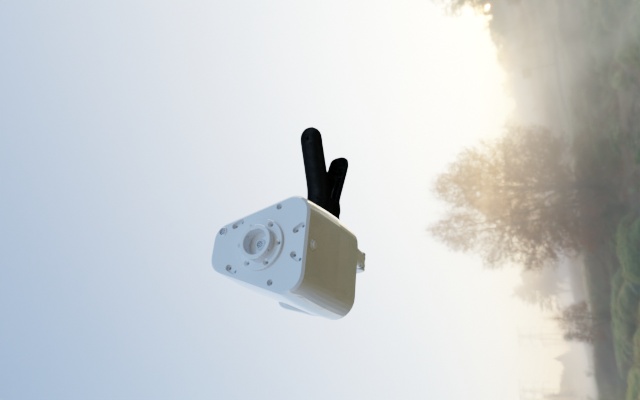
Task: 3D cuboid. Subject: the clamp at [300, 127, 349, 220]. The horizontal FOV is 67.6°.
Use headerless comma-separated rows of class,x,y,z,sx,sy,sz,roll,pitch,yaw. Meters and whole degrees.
clamp,0.000,0.002,0.563,0.039,0.171,0.120,-7,-25,26
